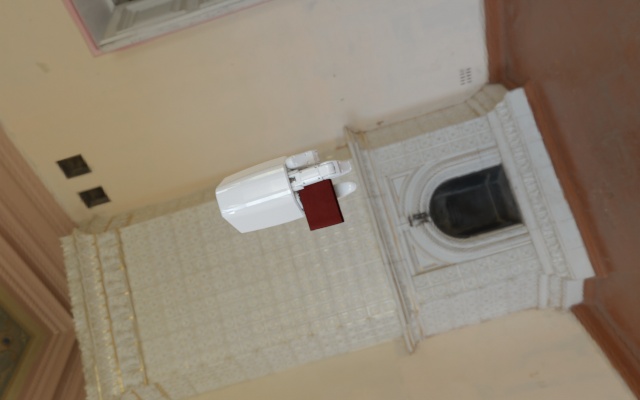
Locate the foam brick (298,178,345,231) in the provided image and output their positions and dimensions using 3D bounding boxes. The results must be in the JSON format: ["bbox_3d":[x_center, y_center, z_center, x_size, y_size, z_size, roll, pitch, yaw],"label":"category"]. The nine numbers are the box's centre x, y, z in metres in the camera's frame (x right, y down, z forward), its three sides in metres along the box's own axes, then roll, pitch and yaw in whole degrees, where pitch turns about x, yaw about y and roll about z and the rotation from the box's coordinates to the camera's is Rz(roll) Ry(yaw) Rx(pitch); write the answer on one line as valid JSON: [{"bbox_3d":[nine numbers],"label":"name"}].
[{"bbox_3d":[0.000,0.003,0.705,0.051,0.078,0.053,-18,-4,2],"label":"foam brick"}]
